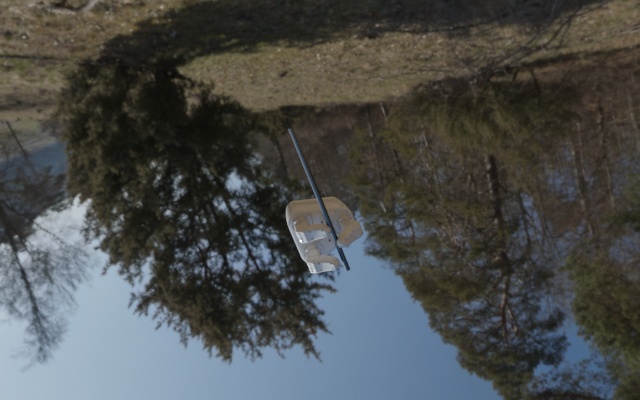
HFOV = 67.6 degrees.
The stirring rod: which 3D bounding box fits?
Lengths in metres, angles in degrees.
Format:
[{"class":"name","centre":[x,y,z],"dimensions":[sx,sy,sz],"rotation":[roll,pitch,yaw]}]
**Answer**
[{"class":"stirring rod","centre":[0.000,0.002,0.725],"dimensions":[0.011,0.239,0.011],"rotation":[-20,16,6]}]
